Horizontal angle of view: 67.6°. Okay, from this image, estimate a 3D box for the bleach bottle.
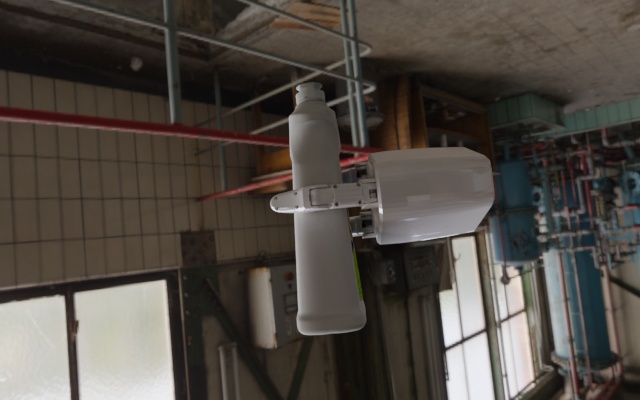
[{"bbox_3d":[0.000,0.002,0.493,0.068,0.251,0.102,-6,-4,2],"label":"bleach bottle"}]
